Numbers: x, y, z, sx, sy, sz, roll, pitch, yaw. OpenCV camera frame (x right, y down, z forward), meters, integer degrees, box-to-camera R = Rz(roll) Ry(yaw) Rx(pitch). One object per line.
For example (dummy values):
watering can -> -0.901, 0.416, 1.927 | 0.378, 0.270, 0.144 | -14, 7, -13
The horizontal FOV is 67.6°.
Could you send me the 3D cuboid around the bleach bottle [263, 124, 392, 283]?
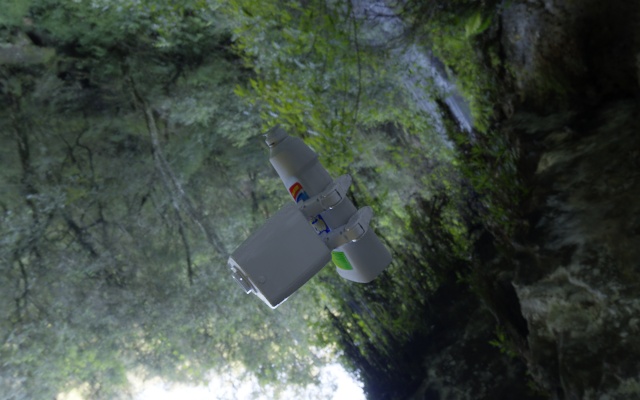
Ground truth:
bleach bottle -> 0.000, 0.002, 0.685 | 0.068, 0.251, 0.102 | -41, 16, -18
